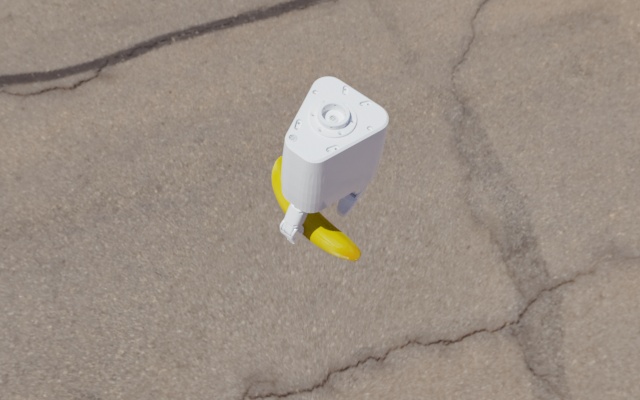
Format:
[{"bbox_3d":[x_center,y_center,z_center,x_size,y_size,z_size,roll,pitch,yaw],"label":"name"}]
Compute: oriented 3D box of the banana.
[{"bbox_3d":[-0.018,0.006,0.648,0.069,0.197,0.037,-20,-26,-20],"label":"banana"}]
